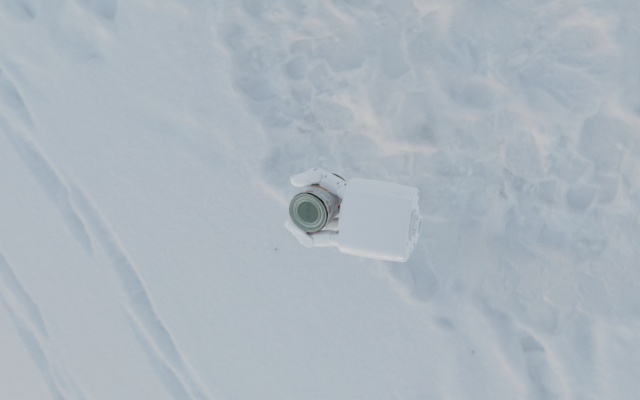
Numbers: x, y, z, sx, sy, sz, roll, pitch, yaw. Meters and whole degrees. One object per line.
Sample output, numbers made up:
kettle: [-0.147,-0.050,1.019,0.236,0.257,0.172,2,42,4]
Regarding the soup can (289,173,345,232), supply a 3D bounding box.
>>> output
soup can: [0.000,0.002,0.777,0.068,0.068,0.102,0,20,25]
